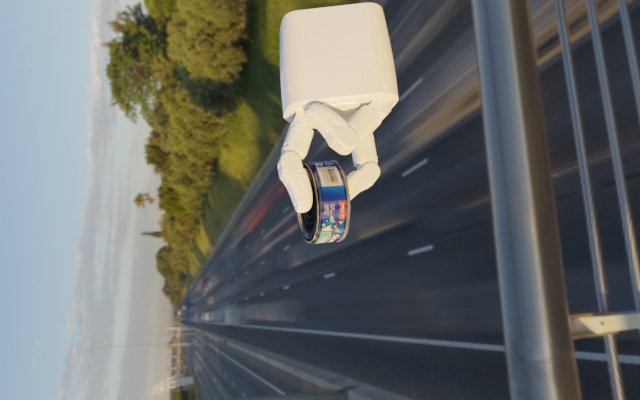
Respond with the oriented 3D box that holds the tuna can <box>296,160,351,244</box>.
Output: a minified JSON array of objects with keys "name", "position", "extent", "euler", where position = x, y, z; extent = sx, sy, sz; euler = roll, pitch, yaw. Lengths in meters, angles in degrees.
[{"name":"tuna can","position":[0.000,0.002,0.495],"extent":[0.034,0.086,0.086],"euler":[-4,1,-18]}]
